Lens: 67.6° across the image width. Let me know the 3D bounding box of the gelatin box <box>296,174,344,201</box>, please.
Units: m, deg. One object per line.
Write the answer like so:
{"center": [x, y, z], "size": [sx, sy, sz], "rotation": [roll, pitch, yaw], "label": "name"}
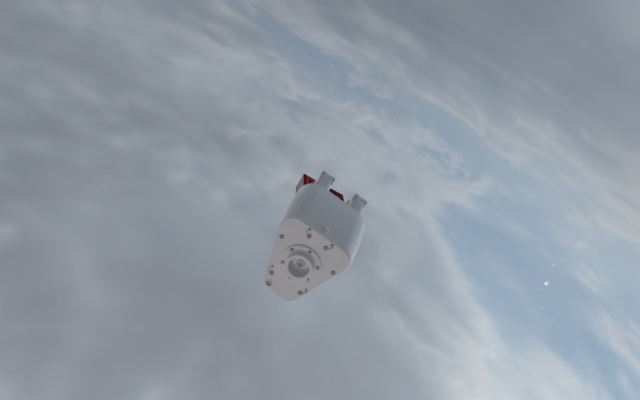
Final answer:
{"center": [0.000, 0.003, 0.713], "size": [0.073, 0.030, 0.089], "rotation": [28, 21, -14], "label": "gelatin box"}
